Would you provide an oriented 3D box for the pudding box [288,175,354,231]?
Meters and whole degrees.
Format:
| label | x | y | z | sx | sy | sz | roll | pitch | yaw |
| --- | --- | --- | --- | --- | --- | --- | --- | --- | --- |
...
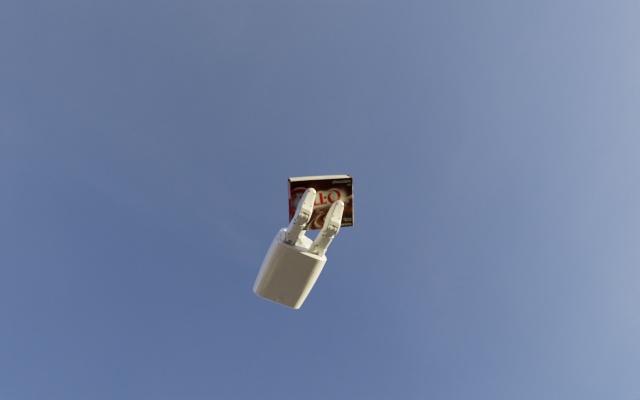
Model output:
| label | x | y | z | sx | sy | sz | roll | pitch | yaw |
| --- | --- | --- | --- | --- | --- | --- | --- | --- | --- |
| pudding box | 0.000 | 0.003 | 0.840 | 0.113 | 0.090 | 0.039 | -5 | 16 | -12 |
